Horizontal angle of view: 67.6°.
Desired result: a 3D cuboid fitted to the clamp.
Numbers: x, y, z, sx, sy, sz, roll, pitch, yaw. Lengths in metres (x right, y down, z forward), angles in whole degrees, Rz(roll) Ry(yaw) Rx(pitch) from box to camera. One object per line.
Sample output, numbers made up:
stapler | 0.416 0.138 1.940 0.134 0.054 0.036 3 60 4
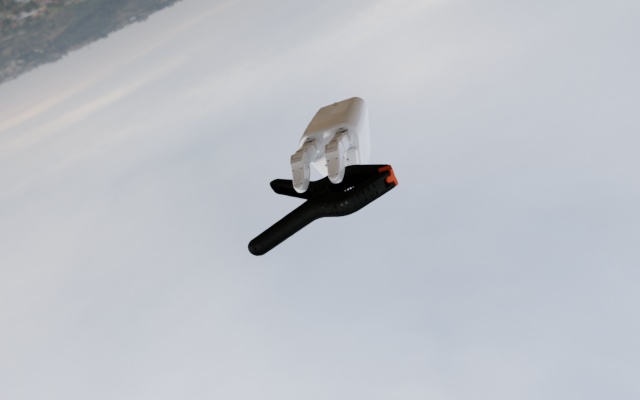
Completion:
clamp | 0.001 0.002 0.650 0.210 0.036 0.164 -13 34 24
